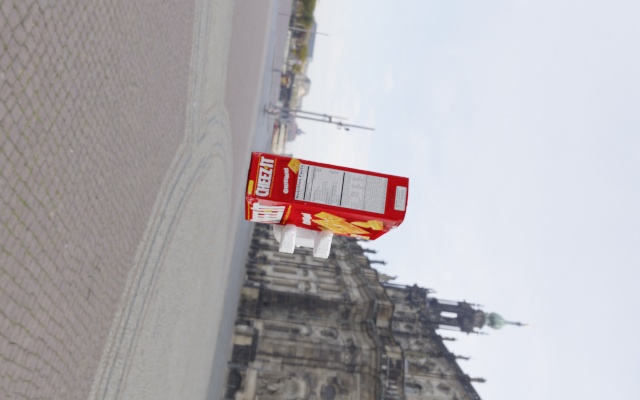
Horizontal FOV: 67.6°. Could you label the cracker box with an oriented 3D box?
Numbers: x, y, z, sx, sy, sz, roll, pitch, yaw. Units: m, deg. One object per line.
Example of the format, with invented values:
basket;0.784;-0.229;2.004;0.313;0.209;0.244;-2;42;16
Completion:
cracker box;0.000;0.002;0.691;0.214;0.072;0.164;9;-14;-7
